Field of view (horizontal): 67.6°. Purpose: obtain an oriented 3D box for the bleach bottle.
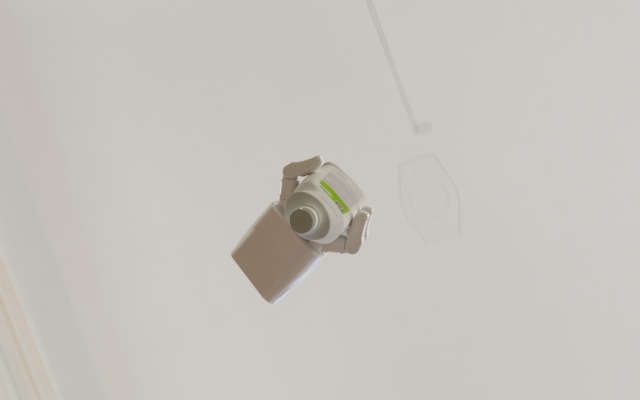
[{"bbox_3d":[0.000,0.002,0.657,0.102,0.068,0.251,43,14,5],"label":"bleach bottle"}]
